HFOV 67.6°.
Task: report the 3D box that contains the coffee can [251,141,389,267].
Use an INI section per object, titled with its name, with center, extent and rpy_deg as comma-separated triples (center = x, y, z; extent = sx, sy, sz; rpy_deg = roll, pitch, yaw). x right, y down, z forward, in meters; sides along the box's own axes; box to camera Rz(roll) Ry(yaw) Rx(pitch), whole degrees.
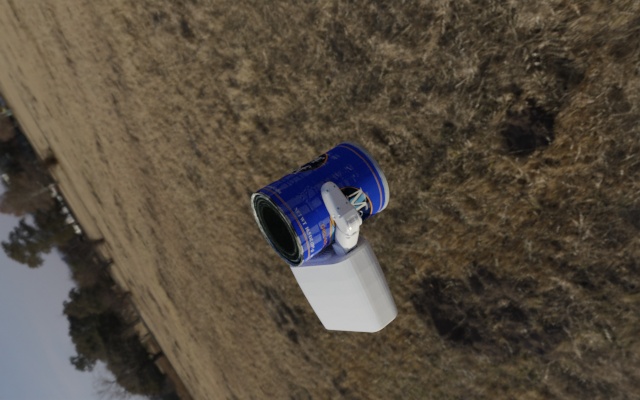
[coffee can]
center = 0.000, 0.002, 0.594
extent = 0.140, 0.103, 0.103
rpy_deg = -32, 14, -25
